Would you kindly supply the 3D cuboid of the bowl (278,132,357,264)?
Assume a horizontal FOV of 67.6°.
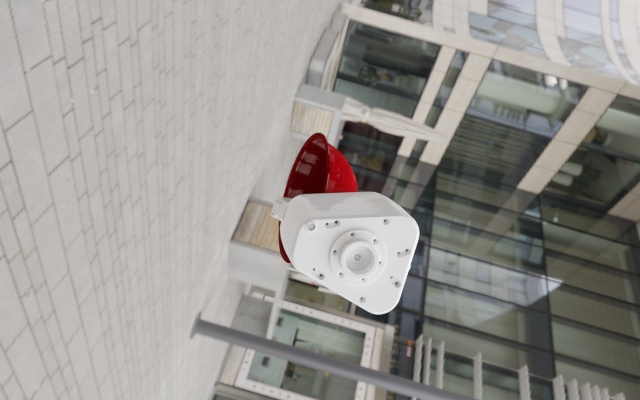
[{"bbox_3d":[0.000,0.001,0.585,0.055,0.162,0.162,13,-5,-20],"label":"bowl"}]
